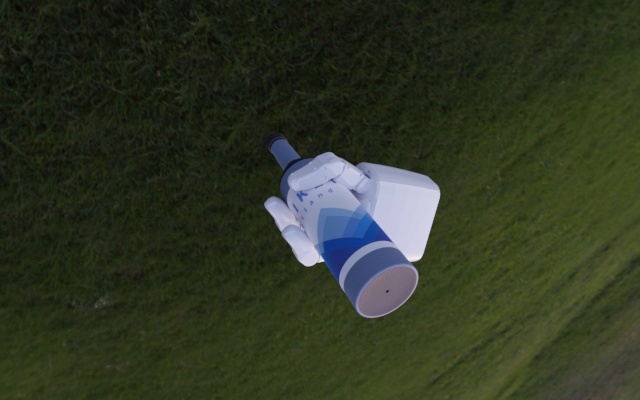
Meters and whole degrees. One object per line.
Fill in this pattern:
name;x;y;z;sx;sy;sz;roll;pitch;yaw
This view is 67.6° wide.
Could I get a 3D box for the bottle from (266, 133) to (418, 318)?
bottle;0.000;0.002;0.541;0.069;0.069;0.295;0;34;-30
